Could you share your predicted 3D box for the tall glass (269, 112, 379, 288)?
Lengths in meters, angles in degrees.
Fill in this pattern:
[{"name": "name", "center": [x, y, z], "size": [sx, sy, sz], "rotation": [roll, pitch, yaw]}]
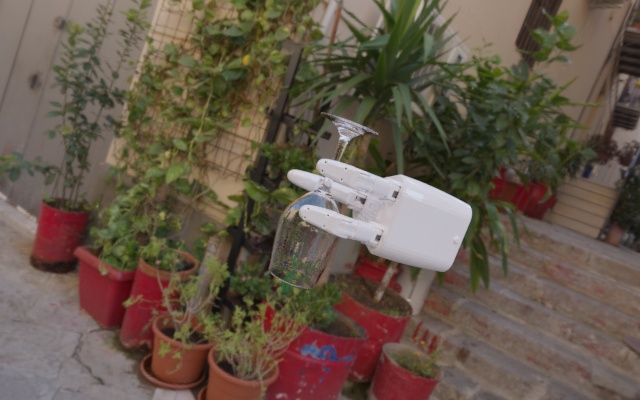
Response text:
[{"name": "tall glass", "center": [0.000, 0.001, 0.575], "size": [0.079, 0.201, 0.079], "rotation": [21, 6, -2]}]
